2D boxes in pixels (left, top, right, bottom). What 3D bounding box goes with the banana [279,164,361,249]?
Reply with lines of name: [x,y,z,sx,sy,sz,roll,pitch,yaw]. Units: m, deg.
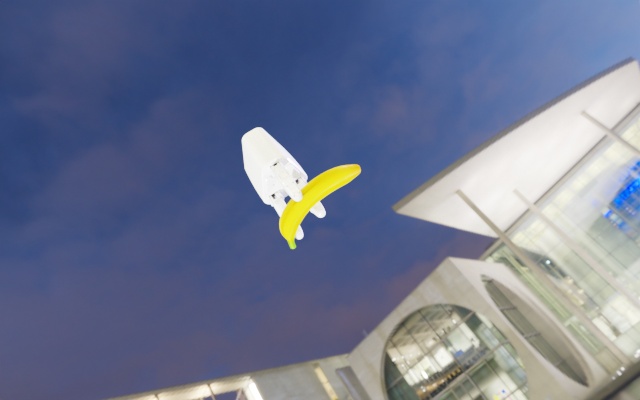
banana: [-0.013,-0.001,0.852,0.070,0.198,0.037,29,18,-48]
